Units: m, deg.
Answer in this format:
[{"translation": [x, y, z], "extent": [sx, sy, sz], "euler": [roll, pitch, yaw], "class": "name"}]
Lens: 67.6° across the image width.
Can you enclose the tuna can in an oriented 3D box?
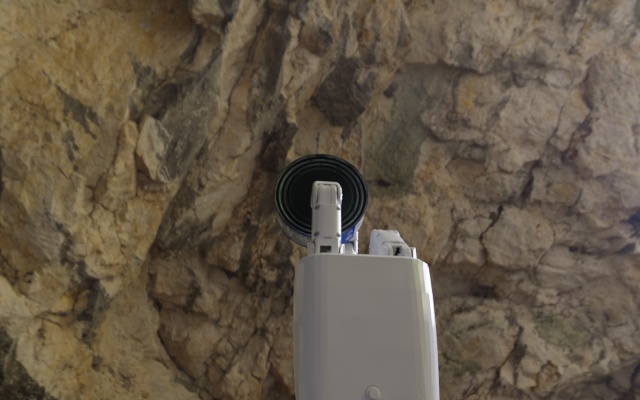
[{"translation": [0.000, 0.002, 0.442], "extent": [0.086, 0.086, 0.034], "euler": [0, -29, -3], "class": "tuna can"}]
